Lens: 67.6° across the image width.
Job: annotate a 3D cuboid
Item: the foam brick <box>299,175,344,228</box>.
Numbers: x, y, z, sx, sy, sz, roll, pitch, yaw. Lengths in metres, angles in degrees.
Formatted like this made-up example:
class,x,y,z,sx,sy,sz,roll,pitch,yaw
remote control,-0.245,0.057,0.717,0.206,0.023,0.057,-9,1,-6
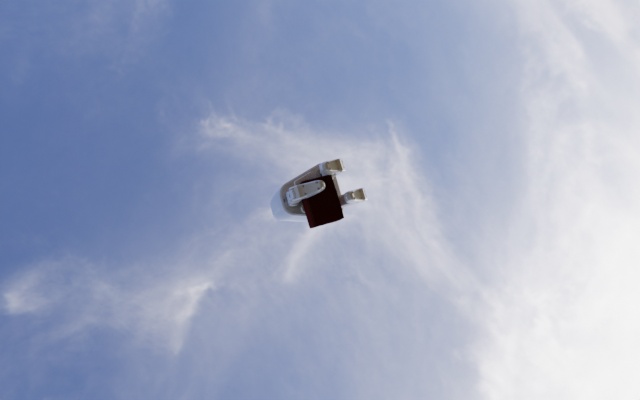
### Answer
class,x,y,z,sx,sy,sz,roll,pitch,yaw
foam brick,0.000,0.003,0.791,0.053,0.078,0.051,-15,-6,-12
